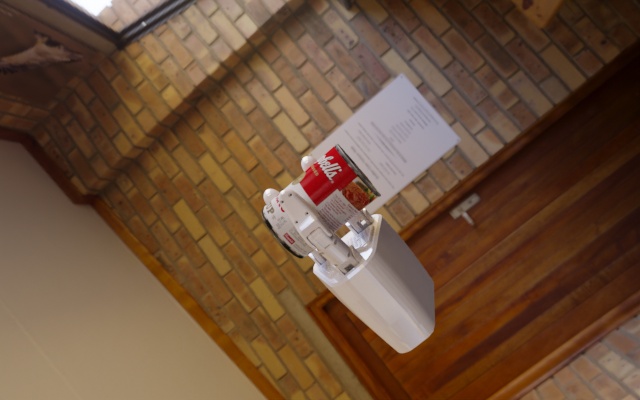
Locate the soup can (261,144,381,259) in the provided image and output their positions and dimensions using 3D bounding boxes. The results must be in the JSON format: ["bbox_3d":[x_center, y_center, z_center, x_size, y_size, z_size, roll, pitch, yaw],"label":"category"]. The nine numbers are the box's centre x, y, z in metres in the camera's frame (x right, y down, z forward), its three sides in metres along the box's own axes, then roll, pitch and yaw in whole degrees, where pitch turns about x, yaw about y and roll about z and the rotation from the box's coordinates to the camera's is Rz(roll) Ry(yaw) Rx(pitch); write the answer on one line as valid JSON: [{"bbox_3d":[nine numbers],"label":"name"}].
[{"bbox_3d":[0.000,0.001,0.479,0.102,0.068,0.068,-40,-7,8],"label":"soup can"}]
